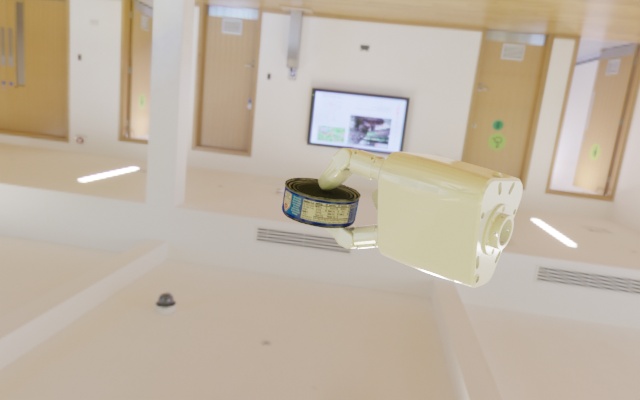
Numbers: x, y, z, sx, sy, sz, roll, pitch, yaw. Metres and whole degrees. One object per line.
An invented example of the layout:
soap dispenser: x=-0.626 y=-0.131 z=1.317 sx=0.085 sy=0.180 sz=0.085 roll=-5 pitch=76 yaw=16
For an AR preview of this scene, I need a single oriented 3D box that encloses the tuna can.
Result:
tuna can: x=0.000 y=0.002 z=0.538 sx=0.086 sy=0.034 sz=0.086 roll=9 pitch=15 yaw=-3
